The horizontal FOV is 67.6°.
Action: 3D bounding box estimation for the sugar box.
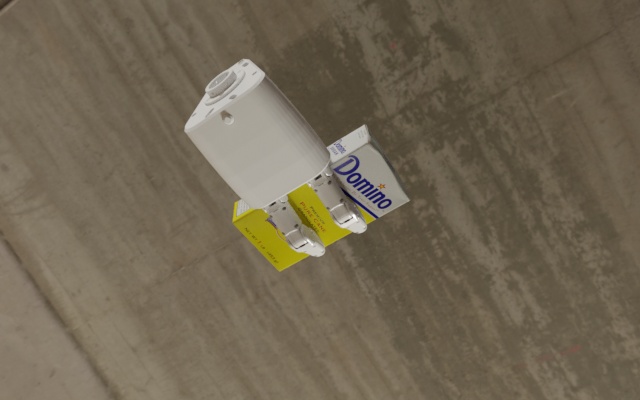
[{"bbox_3d":[0.000,0.002,0.533,0.176,0.093,0.048,-29,32,17],"label":"sugar box"}]
